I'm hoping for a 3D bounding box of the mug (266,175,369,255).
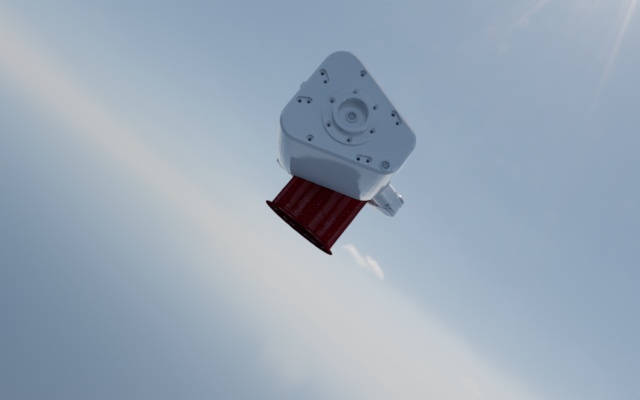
[{"bbox_3d":[0.000,0.002,0.538,0.093,0.081,0.117,39,-9,2],"label":"mug"}]
